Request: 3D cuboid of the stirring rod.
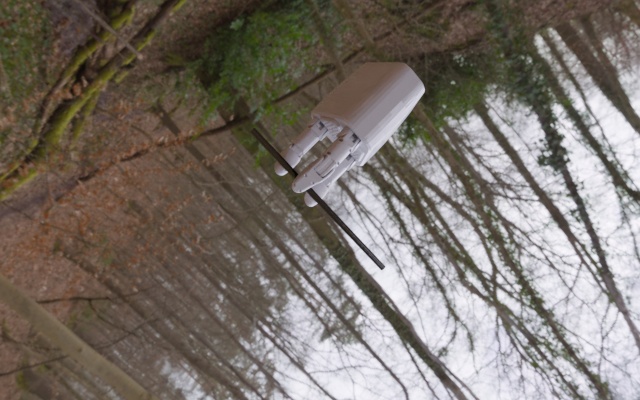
[{"bbox_3d":[0.000,0.002,0.589,0.011,0.239,0.011,-41,13,11],"label":"stirring rod"}]
